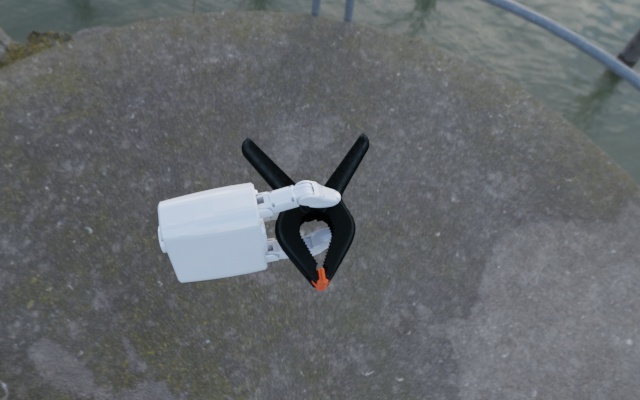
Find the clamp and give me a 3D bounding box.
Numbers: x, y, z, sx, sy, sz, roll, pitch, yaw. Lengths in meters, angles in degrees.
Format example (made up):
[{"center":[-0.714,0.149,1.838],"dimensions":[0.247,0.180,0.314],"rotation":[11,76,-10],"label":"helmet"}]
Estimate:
[{"center":[0.000,0.002,0.580],"dimensions":[0.164,0.210,0.036],"rotation":[-10,-26,-9],"label":"clamp"}]
